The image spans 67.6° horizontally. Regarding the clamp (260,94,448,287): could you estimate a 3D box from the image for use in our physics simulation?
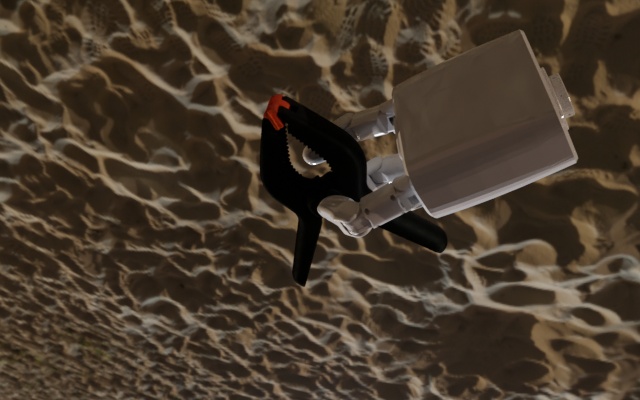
[{"bbox_3d":[0.000,0.002,0.438,0.164,0.210,0.036,-24,33,24],"label":"clamp"}]
